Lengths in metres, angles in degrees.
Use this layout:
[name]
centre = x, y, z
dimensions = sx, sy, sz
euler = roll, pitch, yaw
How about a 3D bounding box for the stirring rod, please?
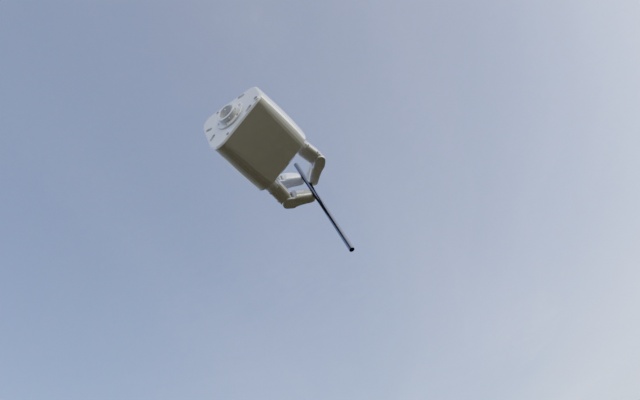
[stirring rod]
centre = 0.000, 0.002, 0.749
dimensions = 0.011, 0.011, 0.239
euler = 0, 33, -25
